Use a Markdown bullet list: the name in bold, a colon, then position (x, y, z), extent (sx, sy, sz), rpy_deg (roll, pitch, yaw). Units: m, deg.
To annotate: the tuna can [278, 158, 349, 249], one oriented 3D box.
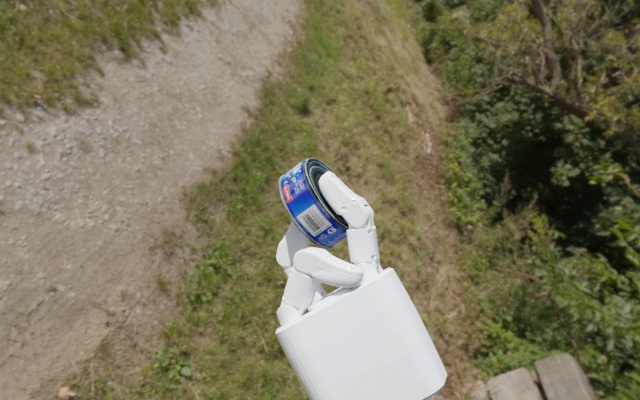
- **tuna can**: position (0.000, 0.001, 0.463), extent (0.034, 0.086, 0.086), rpy_deg (-35, -14, 21)
